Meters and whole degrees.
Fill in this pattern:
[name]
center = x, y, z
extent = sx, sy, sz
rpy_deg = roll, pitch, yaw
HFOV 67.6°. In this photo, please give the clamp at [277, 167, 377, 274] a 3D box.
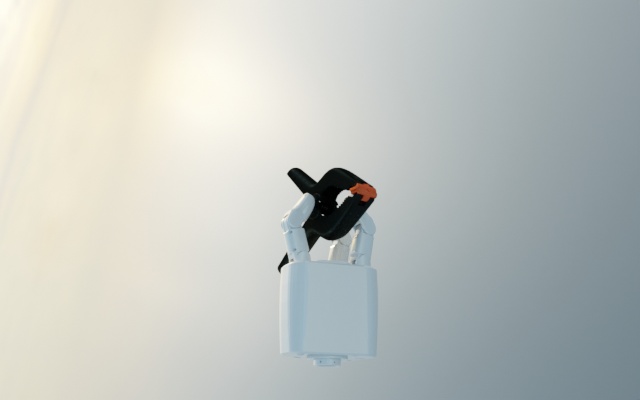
[clamp]
center = 0.000, 0.002, 0.641
extent = 0.036, 0.164, 0.210
rpy_deg = 13, -26, -29
